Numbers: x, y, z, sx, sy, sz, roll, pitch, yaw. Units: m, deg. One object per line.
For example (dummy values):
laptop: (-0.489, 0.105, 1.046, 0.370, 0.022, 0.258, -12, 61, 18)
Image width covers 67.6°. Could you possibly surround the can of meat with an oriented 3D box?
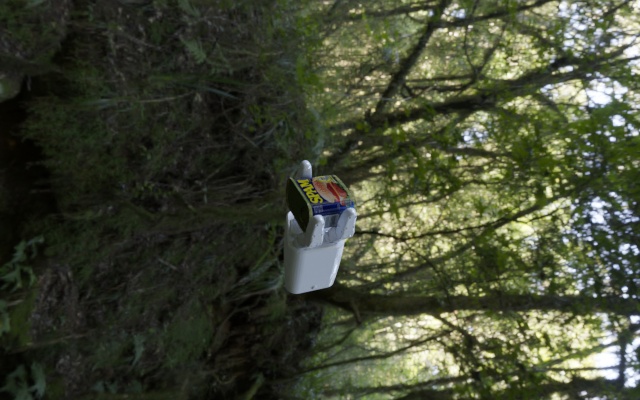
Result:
can of meat: (0.000, 0.002, 0.776, 0.084, 0.057, 0.102, -8, 37, -23)
